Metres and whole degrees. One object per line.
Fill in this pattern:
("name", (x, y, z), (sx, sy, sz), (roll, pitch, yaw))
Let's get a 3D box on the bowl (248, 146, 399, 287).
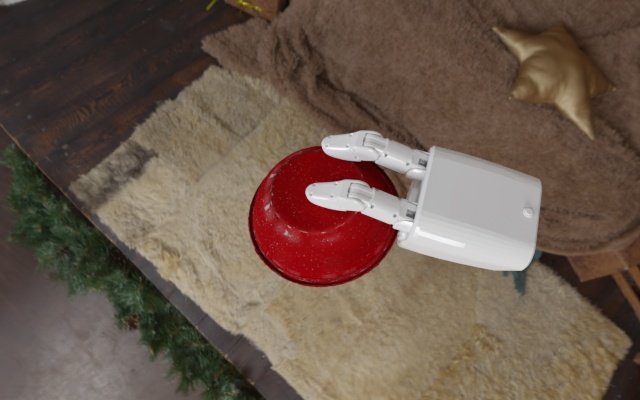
("bowl", (-0.001, 0.001, 0.479), (0.162, 0.162, 0.055), (0, -27, 8))
